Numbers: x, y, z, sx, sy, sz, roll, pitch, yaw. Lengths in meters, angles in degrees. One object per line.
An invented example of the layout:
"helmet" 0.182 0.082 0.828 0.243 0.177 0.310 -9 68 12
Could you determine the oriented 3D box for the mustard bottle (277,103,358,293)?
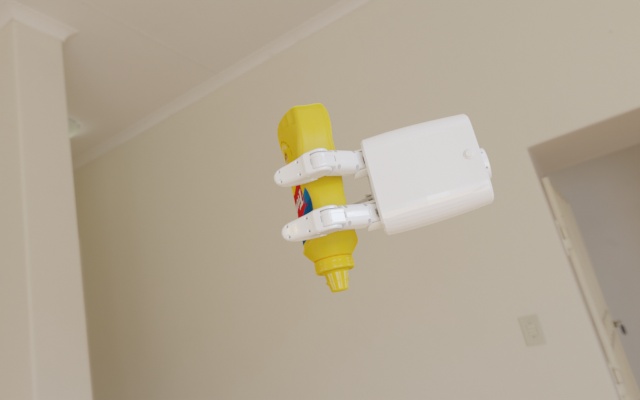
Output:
"mustard bottle" 0.000 0.001 0.509 0.058 0.191 0.096 -9 -16 -14
